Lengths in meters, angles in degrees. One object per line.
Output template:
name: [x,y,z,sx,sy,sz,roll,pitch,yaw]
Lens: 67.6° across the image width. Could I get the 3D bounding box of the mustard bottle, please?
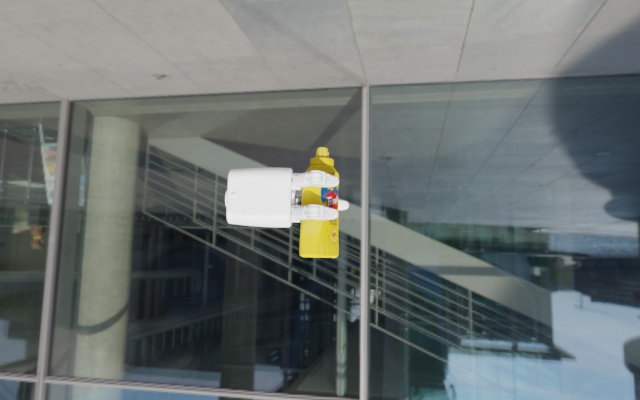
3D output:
mustard bottle: [0.000,0.003,0.828,0.058,0.191,0.096,-2,-8,26]
